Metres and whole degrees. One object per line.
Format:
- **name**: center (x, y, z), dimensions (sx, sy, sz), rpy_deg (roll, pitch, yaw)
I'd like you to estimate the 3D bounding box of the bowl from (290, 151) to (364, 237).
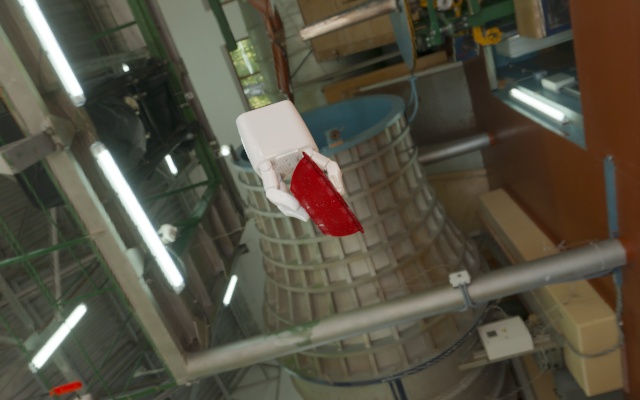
- **bowl**: center (0.000, 0.004, 0.754), dimensions (0.055, 0.162, 0.162), rpy_deg (-37, 1, -2)
